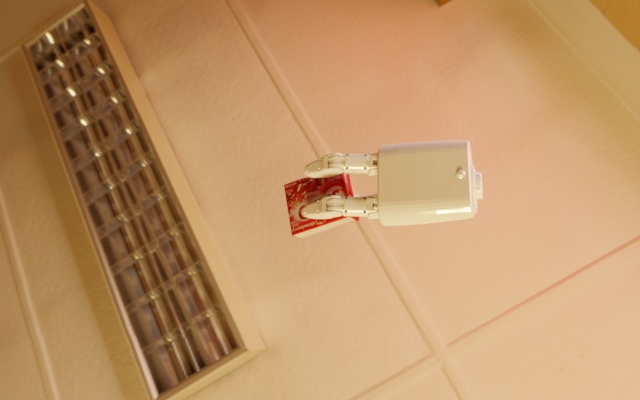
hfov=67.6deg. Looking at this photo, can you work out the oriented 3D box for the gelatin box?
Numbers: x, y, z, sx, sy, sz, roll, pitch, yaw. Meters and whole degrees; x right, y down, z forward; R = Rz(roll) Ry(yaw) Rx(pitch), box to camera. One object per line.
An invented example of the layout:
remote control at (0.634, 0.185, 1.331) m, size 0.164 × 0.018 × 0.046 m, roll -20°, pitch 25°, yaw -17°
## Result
gelatin box at (0.000, 0.002, 0.625) m, size 0.089 × 0.073 × 0.030 m, roll -19°, pitch -22°, yaw 21°
